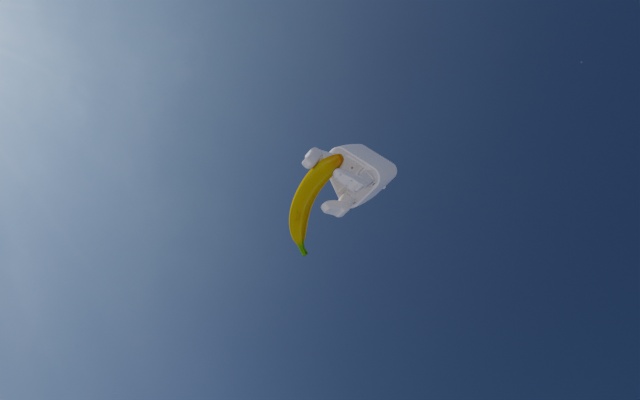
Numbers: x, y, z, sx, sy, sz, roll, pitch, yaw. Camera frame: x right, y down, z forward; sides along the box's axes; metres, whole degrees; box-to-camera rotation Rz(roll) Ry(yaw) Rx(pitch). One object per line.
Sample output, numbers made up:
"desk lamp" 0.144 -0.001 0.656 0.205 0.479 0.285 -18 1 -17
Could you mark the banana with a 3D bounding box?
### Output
"banana" -0.016 -0.002 0.853 0.069 0.198 0.037 28 21 24
